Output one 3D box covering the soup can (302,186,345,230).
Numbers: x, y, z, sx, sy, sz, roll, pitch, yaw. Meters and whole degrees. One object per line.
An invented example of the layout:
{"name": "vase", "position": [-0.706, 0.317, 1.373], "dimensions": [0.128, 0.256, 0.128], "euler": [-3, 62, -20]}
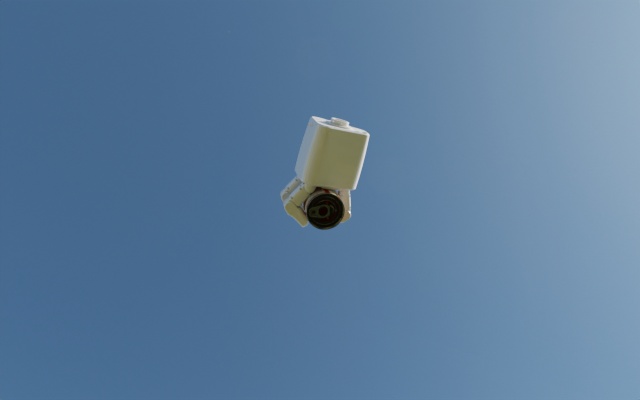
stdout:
{"name": "soup can", "position": [0.000, 0.003, 0.870], "dimensions": [0.068, 0.068, 0.102], "euler": [0, 19, -11]}
